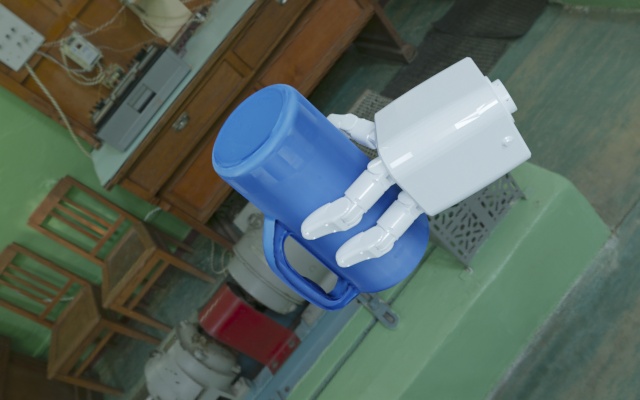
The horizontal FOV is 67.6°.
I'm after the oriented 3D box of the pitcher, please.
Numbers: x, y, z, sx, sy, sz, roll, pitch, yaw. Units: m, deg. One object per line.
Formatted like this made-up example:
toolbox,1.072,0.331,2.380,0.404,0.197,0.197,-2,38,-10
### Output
pitcher,0.000,0.002,0.511,0.145,0.149,0.243,-30,-48,23
